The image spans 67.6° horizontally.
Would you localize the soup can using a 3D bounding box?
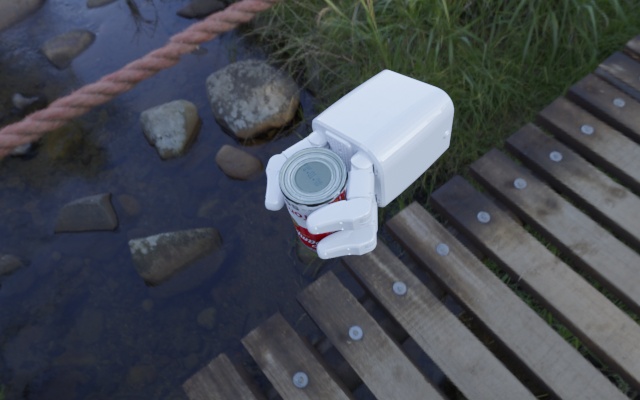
[{"bbox_3d":[0.000,0.002,0.487,0.068,0.068,0.102,0,-30,10],"label":"soup can"}]
